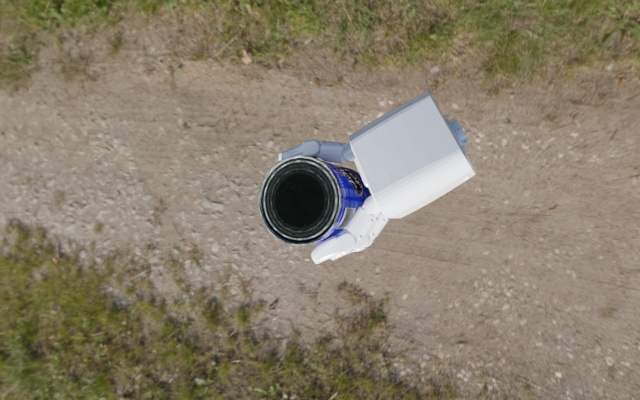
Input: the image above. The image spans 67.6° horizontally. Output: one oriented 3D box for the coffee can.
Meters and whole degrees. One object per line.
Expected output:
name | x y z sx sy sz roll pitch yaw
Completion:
coffee can | 0.000 0.002 0.601 0.103 0.103 0.140 0 -2 21
